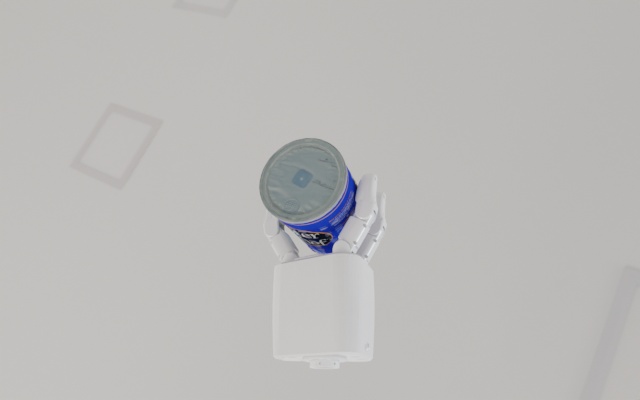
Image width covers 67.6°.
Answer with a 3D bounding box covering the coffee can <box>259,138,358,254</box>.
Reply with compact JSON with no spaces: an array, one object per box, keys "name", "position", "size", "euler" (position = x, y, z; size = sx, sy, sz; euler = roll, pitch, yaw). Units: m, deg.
[{"name":"coffee can","position":[0.000,0.002,0.587],"size":[0.103,0.102,0.140],"euler":[0,-22,19]}]
